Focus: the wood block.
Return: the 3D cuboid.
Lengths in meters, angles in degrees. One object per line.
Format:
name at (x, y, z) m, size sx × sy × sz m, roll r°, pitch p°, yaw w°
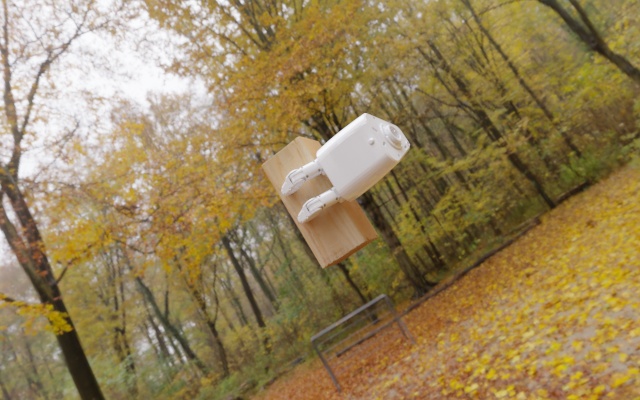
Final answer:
wood block at (0.000, 0.002, 0.825) m, size 0.090 × 0.206 × 0.091 m, roll -35°, pitch -12°, yaw 19°
